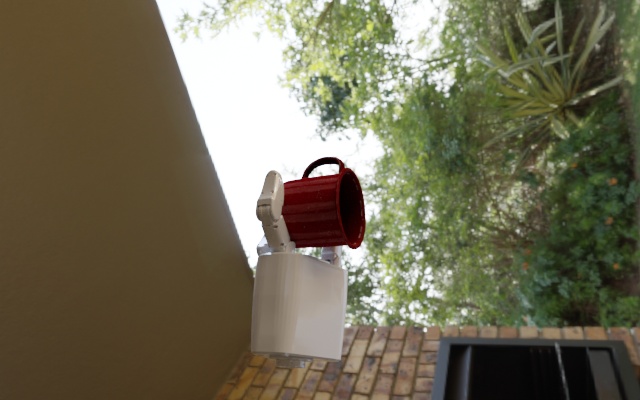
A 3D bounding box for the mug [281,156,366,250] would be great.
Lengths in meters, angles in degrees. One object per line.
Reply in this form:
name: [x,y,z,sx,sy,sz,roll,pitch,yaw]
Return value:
mug: [0.000,0.000,0.555,0.081,0.117,0.093,-6,-24,23]
